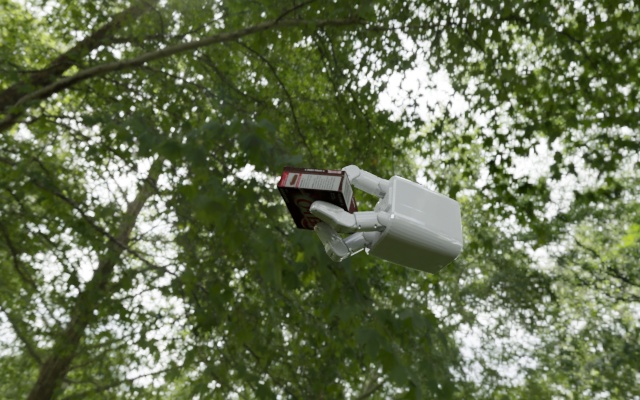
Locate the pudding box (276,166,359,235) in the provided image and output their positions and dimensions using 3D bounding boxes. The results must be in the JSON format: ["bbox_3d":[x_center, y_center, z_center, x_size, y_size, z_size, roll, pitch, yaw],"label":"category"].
[{"bbox_3d":[0.000,0.002,0.653,0.090,0.039,0.114,4,-34,18],"label":"pudding box"}]
